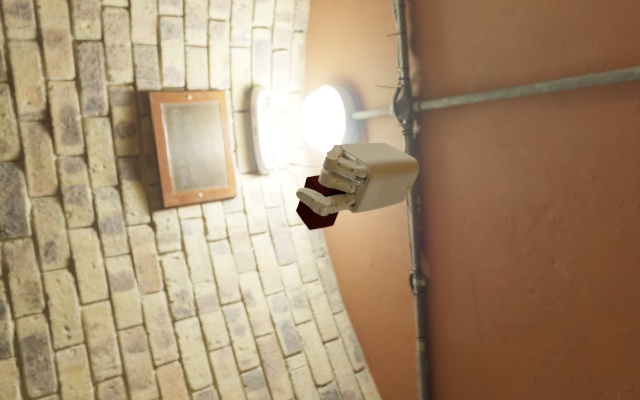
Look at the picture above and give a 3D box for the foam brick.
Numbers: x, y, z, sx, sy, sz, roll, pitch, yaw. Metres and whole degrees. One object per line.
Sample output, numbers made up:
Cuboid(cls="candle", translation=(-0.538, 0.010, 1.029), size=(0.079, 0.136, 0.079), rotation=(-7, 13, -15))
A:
Cuboid(cls="foam brick", translation=(0.000, 0.003, 0.792), size=(0.051, 0.078, 0.053), rotation=(-9, 47, -33))
